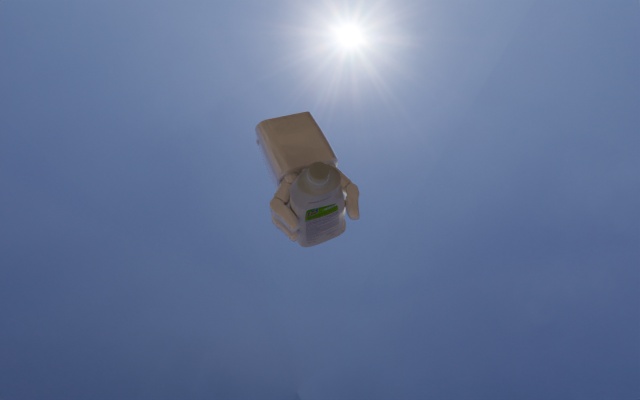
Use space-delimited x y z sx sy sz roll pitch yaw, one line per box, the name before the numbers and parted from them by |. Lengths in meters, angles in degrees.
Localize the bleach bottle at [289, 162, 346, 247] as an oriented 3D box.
bleach bottle | 0.000 0.003 0.767 0.102 0.068 0.251 -23 -19 -11
